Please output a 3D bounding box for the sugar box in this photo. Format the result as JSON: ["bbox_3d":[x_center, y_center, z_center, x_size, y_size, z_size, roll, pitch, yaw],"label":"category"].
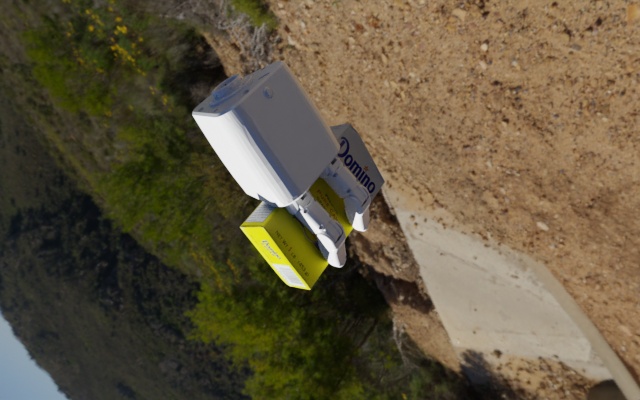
[{"bbox_3d":[0.000,0.002,0.529,0.048,0.093,0.176,-1,42,47],"label":"sugar box"}]
